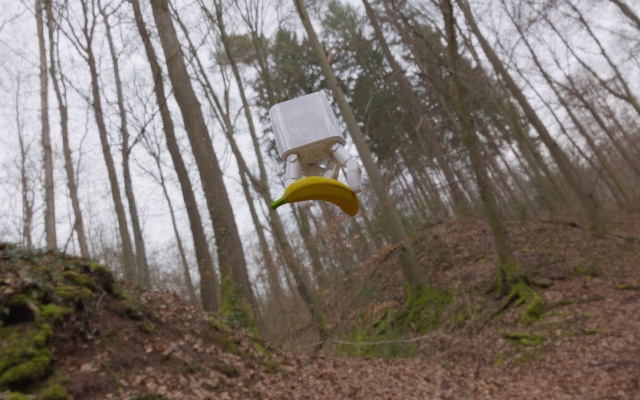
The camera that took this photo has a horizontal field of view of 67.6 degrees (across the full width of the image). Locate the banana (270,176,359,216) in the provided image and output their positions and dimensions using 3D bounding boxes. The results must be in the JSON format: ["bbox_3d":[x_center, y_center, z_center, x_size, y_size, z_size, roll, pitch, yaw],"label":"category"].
[{"bbox_3d":[0.010,-0.007,0.780,0.198,0.037,0.070,8,-36,-45],"label":"banana"}]
